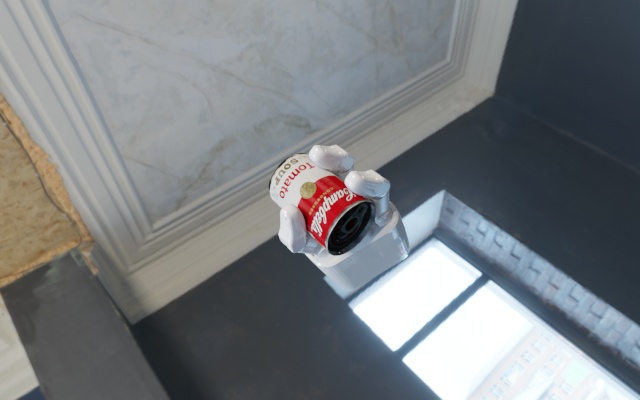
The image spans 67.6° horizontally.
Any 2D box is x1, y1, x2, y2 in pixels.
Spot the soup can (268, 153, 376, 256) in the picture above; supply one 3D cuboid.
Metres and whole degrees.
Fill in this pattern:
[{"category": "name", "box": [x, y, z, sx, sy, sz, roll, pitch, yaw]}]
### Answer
[{"category": "soup can", "box": [0.000, 0.001, 0.512, 0.068, 0.068, 0.102, 0, 33, -50]}]
